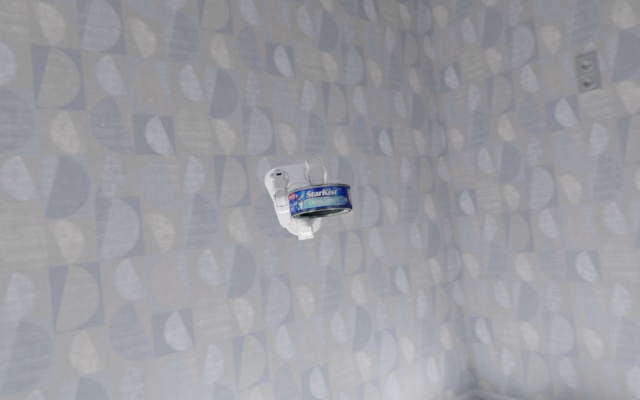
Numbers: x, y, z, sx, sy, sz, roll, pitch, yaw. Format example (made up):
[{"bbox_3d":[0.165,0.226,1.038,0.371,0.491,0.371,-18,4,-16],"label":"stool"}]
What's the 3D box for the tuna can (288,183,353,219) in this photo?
[{"bbox_3d":[0.000,0.003,0.648,0.086,0.033,0.086,-6,-9,-1],"label":"tuna can"}]
